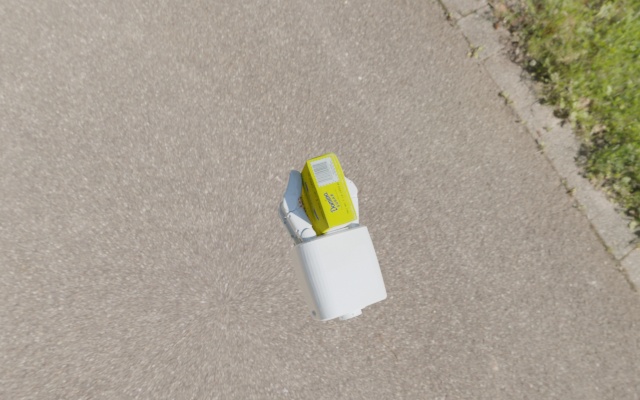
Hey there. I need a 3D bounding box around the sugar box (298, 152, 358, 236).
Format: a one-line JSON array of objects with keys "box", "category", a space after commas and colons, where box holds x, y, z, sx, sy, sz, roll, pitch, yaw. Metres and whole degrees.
[{"box": [0.000, 0.002, 0.678, 0.048, 0.093, 0.176, -16, -8, -14], "category": "sugar box"}]
